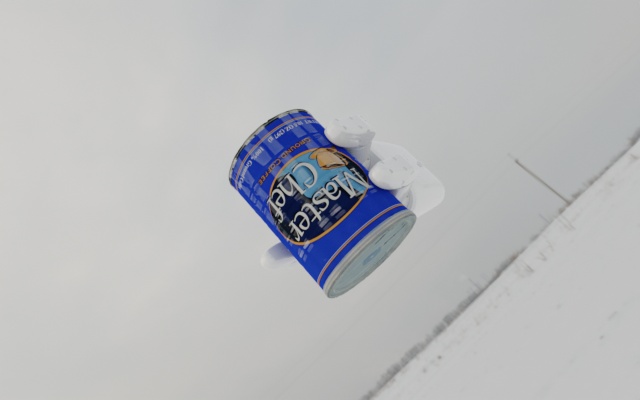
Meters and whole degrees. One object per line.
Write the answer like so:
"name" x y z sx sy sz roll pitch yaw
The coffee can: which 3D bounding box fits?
"coffee can" 0.000 0.002 0.430 0.140 0.103 0.103 47 20 20
